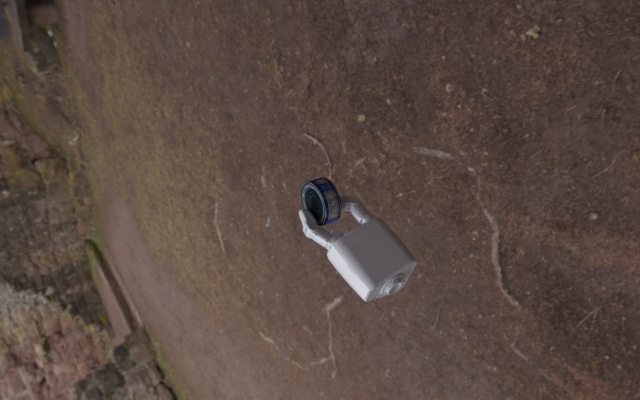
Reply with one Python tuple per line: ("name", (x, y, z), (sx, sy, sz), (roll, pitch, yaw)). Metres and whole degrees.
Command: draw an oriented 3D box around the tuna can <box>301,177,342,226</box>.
("tuna can", (0.000, 0.003, 0.863), (0.034, 0.086, 0.086), (-18, 9, -29))
